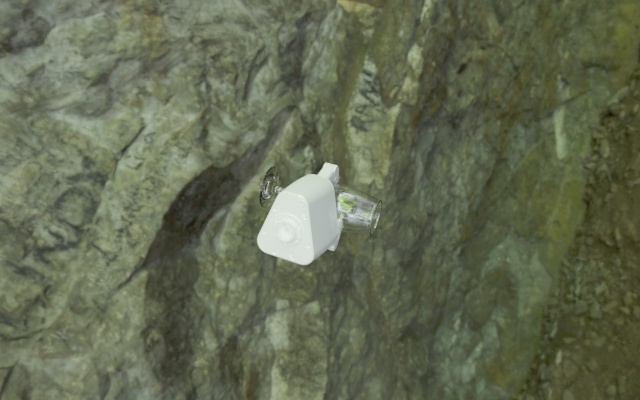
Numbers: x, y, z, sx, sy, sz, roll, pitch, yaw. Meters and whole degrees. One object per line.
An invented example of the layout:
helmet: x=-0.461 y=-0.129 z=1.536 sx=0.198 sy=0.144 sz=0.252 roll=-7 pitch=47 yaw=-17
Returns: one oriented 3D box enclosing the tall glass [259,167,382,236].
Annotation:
tall glass: x=0.000 y=0.002 z=0.814 sx=0.201 sy=0.079 sz=0.079 roll=16 pitch=4 yaw=16
